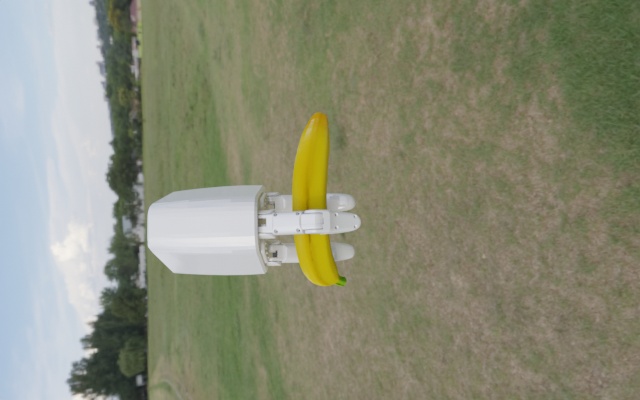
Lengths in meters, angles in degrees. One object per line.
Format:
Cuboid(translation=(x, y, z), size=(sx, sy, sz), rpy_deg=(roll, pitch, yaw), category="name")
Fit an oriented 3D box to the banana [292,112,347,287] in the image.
Cuboid(translation=(-0.005, 0.010, 0.501), size=(0.037, 0.198, 0.069), rpy_deg=(-1, 15, 19), category="banana")
